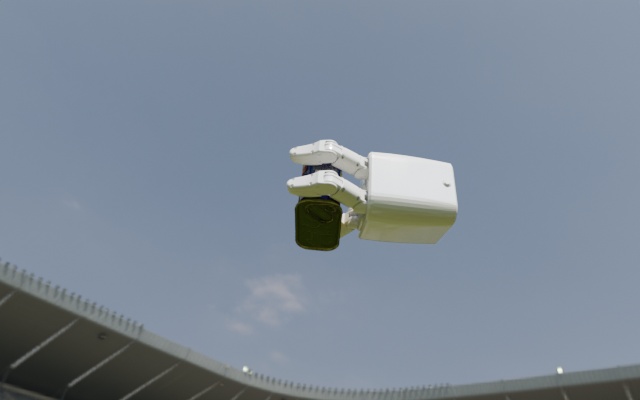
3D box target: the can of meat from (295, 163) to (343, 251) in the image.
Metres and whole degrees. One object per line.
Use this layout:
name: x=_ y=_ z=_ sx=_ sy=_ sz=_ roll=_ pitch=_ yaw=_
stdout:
can of meat: x=0.000 y=0.002 z=0.616 sx=0.057 sy=0.084 sz=0.102 roll=5 pitch=-39 yaw=2
